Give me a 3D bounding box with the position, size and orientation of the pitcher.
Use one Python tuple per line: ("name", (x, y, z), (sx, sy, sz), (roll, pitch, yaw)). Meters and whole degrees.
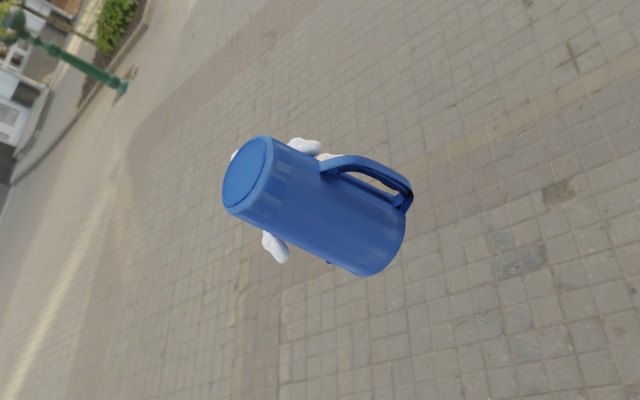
("pitcher", (0.000, 0.002, 0.648), (0.243, 0.149, 0.145), (26, -8, -35))
